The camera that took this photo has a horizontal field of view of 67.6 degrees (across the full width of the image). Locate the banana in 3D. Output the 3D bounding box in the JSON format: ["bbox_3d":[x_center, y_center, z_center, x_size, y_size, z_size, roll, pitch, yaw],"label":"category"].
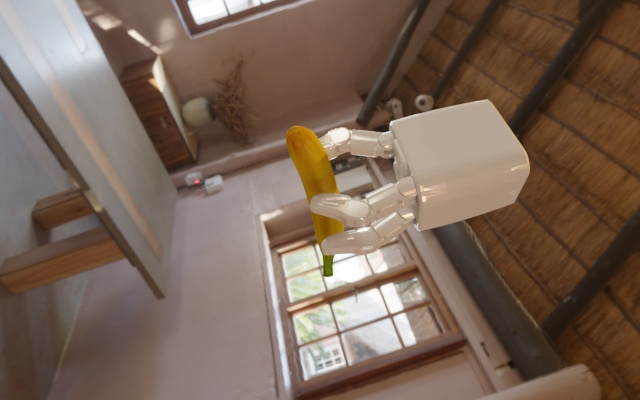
[{"bbox_3d":[0.000,-0.008,0.503,0.037,0.198,0.069,-11,39,5],"label":"banana"}]
